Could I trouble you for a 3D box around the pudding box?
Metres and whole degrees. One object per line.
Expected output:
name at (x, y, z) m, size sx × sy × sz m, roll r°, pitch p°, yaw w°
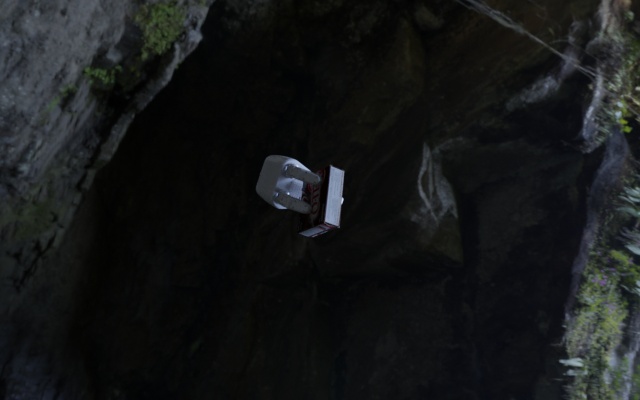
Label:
pudding box at (0.000, 0.003, 0.862) m, size 0.039 × 0.113 × 0.090 m, roll 16°, pitch -24°, yaw -29°
